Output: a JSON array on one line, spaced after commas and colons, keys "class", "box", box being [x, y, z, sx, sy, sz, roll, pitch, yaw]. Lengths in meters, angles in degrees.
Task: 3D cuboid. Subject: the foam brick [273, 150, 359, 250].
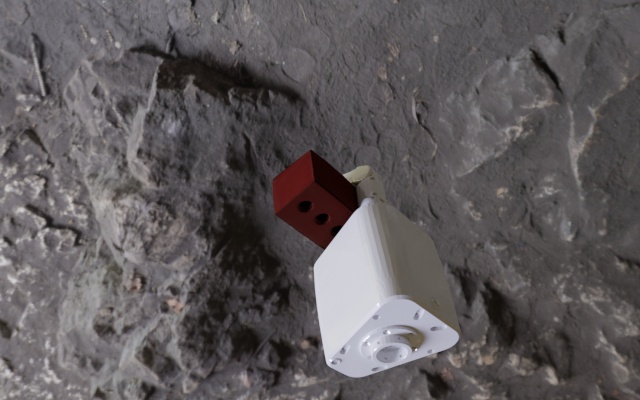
[{"class": "foam brick", "box": [0.000, 0.001, 0.453, 0.053, 0.051, 0.078, -38, -57, 24]}]
